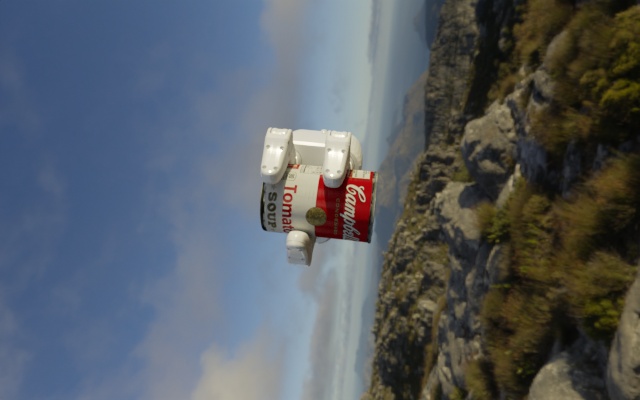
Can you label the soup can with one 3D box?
[{"bbox_3d":[0.000,0.002,0.451,0.102,0.068,0.068,6,0,5],"label":"soup can"}]
